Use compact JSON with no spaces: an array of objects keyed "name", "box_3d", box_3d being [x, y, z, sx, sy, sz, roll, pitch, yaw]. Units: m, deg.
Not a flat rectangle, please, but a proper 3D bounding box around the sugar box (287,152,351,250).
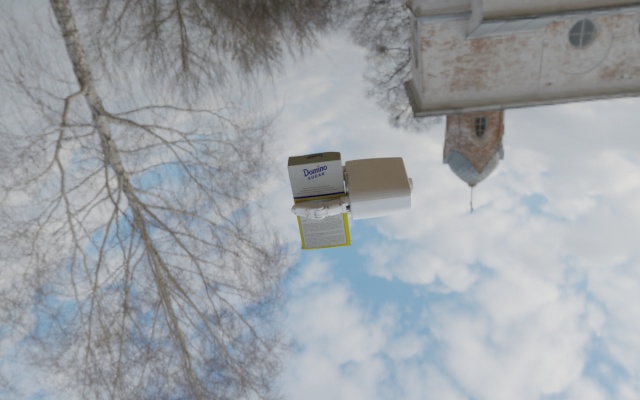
[{"name":"sugar box","box_3d":[0.000,0.003,0.850,0.093,0.176,0.048,-6,27,3]}]
